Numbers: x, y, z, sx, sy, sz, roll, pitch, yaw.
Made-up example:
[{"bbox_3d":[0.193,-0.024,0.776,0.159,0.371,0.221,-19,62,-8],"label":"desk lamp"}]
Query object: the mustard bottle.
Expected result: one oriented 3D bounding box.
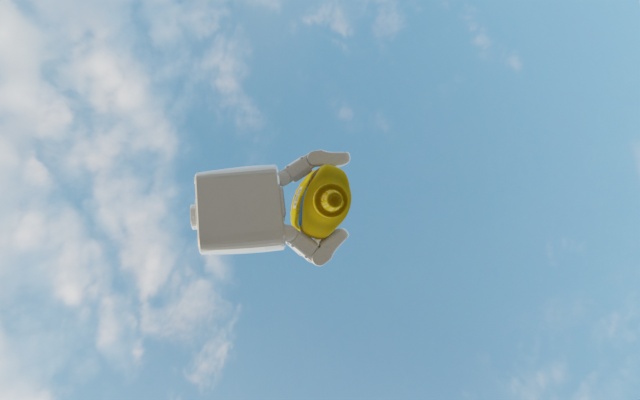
[{"bbox_3d":[0.000,0.002,0.627,0.058,0.096,0.191,20,-5,-8],"label":"mustard bottle"}]
